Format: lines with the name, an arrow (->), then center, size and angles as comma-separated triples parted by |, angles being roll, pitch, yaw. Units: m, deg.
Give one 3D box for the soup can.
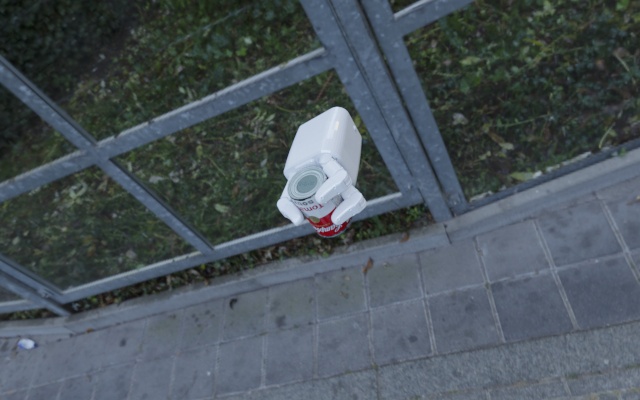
soup can -> 0.000, 0.003, 0.752 | 0.068, 0.068, 0.102 | 0, -37, 32
